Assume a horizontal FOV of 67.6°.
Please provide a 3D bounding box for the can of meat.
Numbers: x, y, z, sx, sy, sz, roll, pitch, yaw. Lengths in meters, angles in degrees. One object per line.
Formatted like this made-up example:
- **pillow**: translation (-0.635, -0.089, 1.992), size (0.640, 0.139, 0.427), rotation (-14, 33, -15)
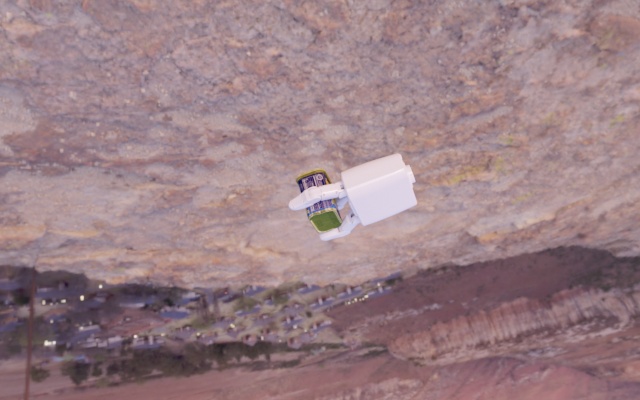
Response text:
- **can of meat**: translation (0.000, 0.003, 0.866), size (0.057, 0.084, 0.102), rotation (-19, -24, 6)
